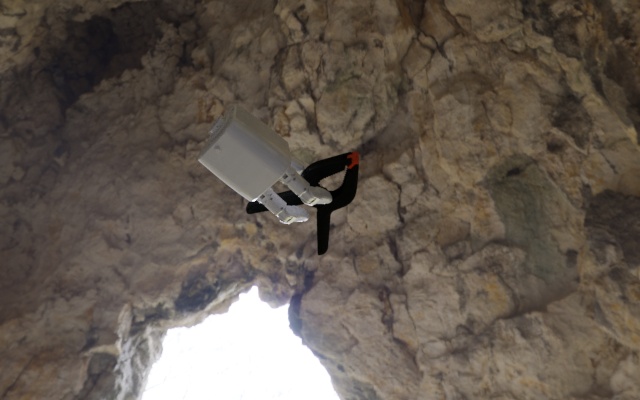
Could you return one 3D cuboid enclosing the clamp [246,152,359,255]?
[{"bbox_3d":[0.000,0.002,0.790,0.164,0.036,0.210,38,-58,-22],"label":"clamp"}]
